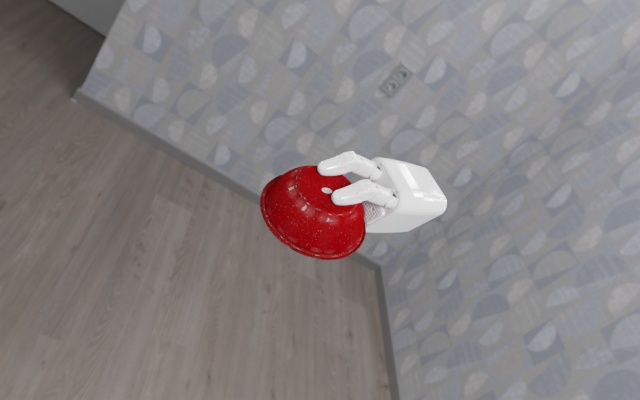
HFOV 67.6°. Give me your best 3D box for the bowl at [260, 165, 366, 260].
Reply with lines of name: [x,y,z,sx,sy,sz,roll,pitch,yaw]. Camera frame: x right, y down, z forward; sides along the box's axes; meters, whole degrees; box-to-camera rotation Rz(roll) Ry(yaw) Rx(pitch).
bowl: [-0.001,0.002,0.665,0.162,0.162,0.055,0,-41,-28]
